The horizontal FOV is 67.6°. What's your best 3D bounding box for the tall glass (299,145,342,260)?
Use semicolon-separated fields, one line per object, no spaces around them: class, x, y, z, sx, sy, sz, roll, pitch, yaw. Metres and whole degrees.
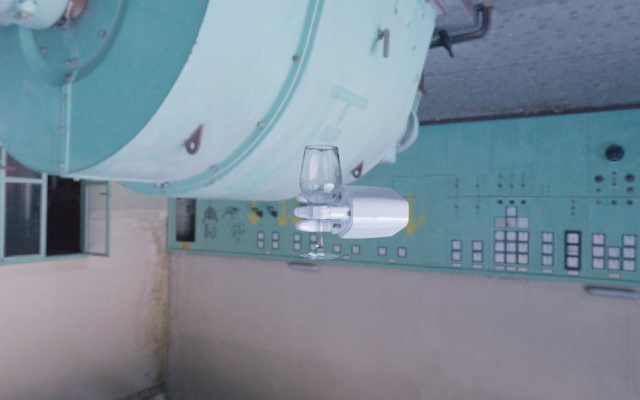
tall glass;0.000;0.004;0.865;0.079;0.201;0.079;1;0;0
